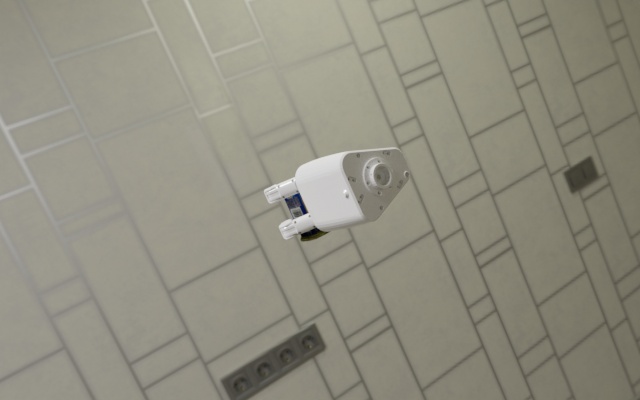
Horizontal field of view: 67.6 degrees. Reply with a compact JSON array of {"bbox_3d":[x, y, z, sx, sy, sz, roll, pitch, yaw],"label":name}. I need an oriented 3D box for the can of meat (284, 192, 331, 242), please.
[{"bbox_3d":[0.000,0.002,0.722,0.102,0.084,0.057,-28,8,-30],"label":"can of meat"}]
